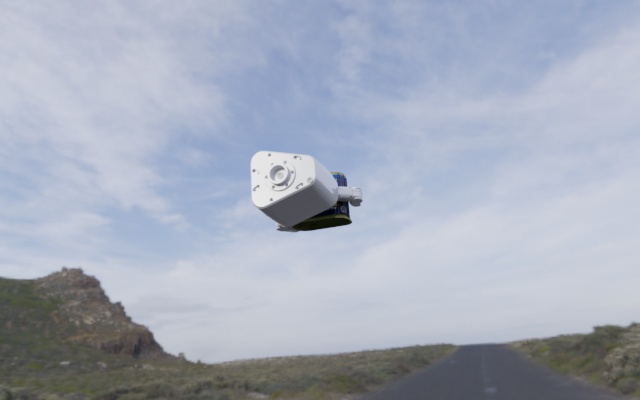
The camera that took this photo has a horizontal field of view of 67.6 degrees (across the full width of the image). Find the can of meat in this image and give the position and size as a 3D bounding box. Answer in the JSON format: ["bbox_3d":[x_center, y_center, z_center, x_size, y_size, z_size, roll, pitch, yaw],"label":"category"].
[{"bbox_3d":[0.000,0.002,0.836,0.102,0.084,0.057,-10,-19,19],"label":"can of meat"}]
